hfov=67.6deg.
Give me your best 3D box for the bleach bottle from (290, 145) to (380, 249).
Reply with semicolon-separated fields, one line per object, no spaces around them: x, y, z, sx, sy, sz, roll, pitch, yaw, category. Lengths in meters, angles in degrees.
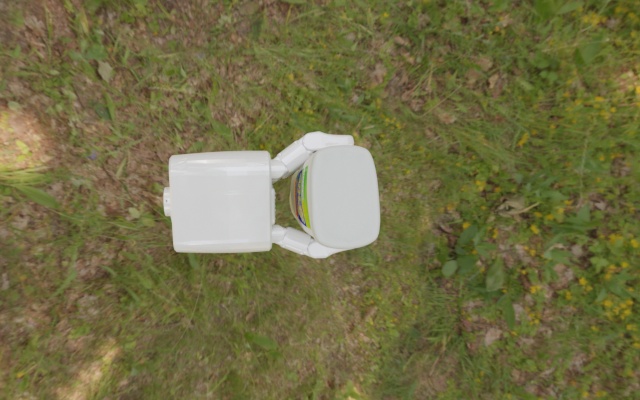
0.000;0.002;0.567;0.068;0.102;0.251;-2;-3;-11;bleach bottle
